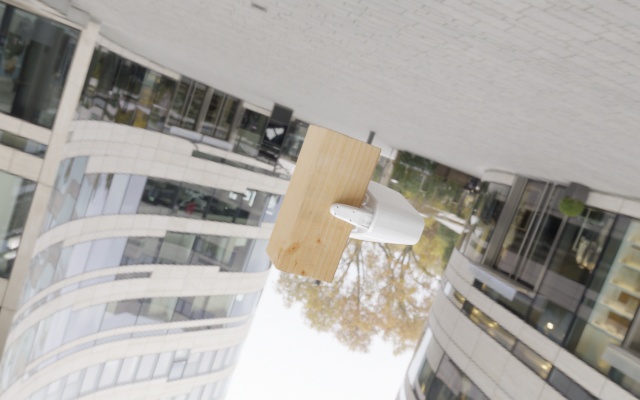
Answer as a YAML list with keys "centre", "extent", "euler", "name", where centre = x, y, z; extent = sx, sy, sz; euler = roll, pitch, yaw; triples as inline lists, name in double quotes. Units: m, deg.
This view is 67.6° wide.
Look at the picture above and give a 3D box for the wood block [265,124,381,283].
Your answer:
- centre: [0.001, 0.003, 0.701]
  extent: [0.090, 0.206, 0.091]
  euler: [17, 6, -20]
  name: "wood block"
